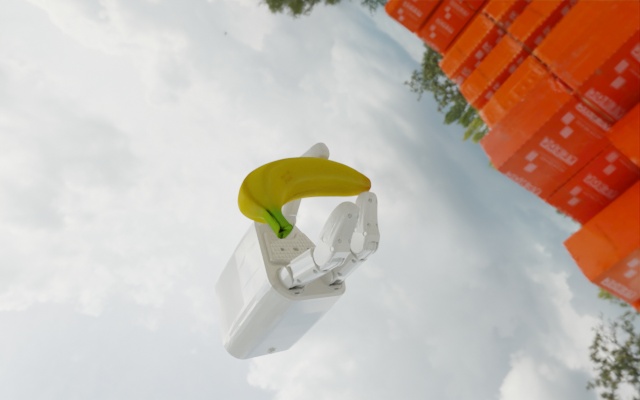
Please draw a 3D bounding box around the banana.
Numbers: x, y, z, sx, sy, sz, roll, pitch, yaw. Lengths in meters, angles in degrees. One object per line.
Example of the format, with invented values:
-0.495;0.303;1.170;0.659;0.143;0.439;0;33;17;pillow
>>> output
-0.015;-0.010;0.408;0.069;0.037;0.197;40;25;11;banana
